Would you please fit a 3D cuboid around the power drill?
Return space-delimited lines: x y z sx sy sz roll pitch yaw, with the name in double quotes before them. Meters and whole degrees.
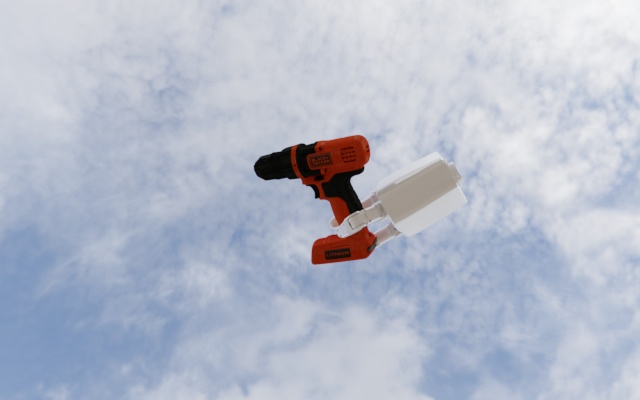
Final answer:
"power drill" 0.000 0.003 0.727 0.184 0.188 0.057 -9 17 23
